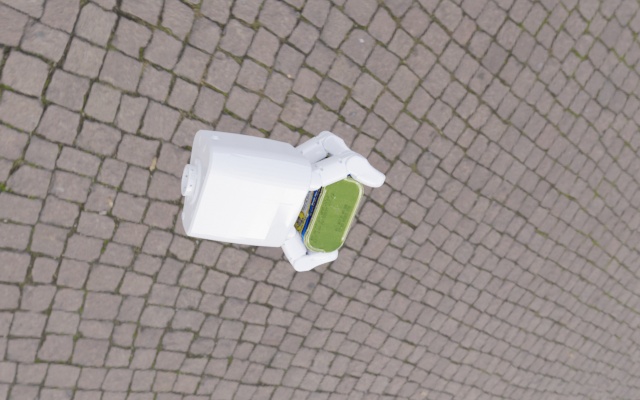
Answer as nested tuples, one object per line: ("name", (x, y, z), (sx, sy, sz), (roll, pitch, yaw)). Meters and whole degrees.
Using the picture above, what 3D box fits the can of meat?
("can of meat", (0.000, 0.002, 0.573), (0.057, 0.102, 0.084), (11, 17, -28))
